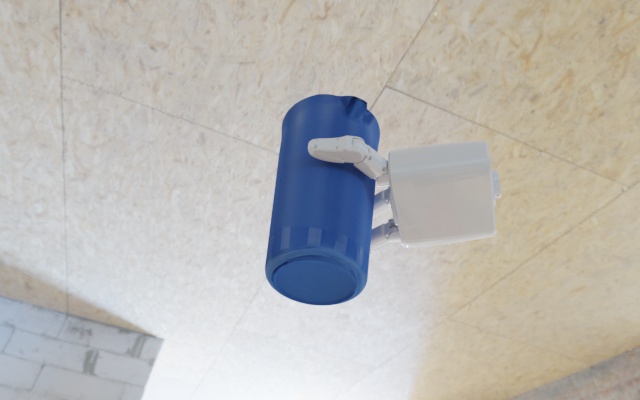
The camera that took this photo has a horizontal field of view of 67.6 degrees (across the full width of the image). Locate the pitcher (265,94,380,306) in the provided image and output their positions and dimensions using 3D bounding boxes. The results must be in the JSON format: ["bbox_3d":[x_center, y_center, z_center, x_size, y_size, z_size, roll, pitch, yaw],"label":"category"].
[{"bbox_3d":[0.000,0.002,0.577,0.145,0.242,0.149,-8,-43,16],"label":"pitcher"}]
